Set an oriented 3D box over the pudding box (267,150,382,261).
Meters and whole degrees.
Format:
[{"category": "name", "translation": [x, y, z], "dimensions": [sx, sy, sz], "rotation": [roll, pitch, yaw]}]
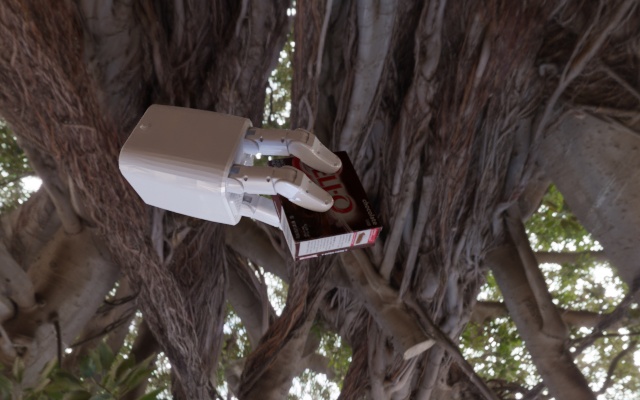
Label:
[{"category": "pudding box", "translation": [0.000, 0.002, 0.493], "dimensions": [0.090, 0.113, 0.039], "rotation": [-10, -36, -16]}]
